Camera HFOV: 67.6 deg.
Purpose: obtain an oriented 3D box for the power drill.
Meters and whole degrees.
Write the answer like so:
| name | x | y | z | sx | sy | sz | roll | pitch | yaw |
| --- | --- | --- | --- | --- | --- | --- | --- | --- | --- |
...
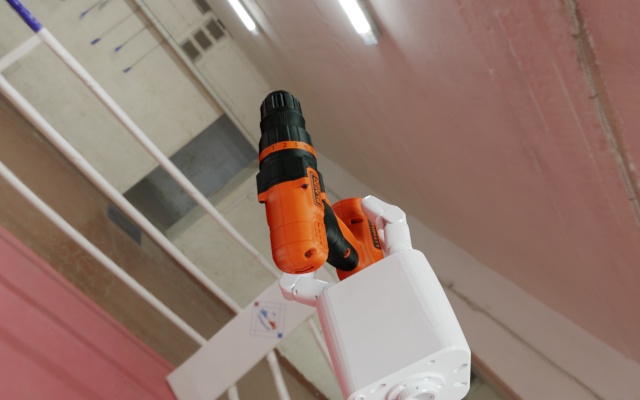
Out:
| name | x | y | z | sx | sy | sz | roll | pitch | yaw |
| --- | --- | --- | --- | --- | --- | --- | --- | --- | --- |
| power drill | 0.000 | 0.002 | 0.485 | 0.057 | 0.184 | 0.188 | -19 | -29 | 21 |
